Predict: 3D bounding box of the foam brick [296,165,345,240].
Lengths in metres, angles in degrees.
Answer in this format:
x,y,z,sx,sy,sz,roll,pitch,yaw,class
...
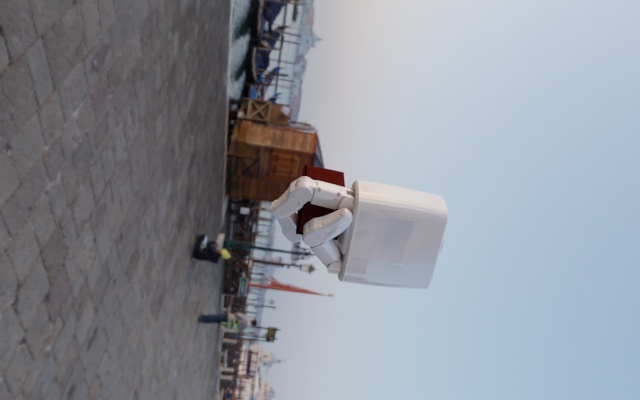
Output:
x,y,z,sx,sy,sz,roll,pitch,yaw,class
0.000,0.002,0.580,0.051,0.053,0.078,8,36,-5,foam brick
